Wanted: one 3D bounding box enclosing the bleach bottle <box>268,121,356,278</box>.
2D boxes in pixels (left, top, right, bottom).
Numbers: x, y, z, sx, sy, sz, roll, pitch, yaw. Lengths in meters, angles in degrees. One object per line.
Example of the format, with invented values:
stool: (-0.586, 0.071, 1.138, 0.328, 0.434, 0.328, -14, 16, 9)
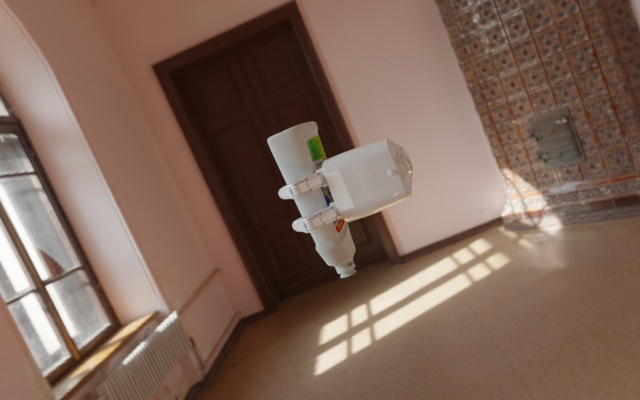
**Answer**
bleach bottle: (0.000, 0.003, 0.770, 0.068, 0.251, 0.102, -20, 7, 22)
